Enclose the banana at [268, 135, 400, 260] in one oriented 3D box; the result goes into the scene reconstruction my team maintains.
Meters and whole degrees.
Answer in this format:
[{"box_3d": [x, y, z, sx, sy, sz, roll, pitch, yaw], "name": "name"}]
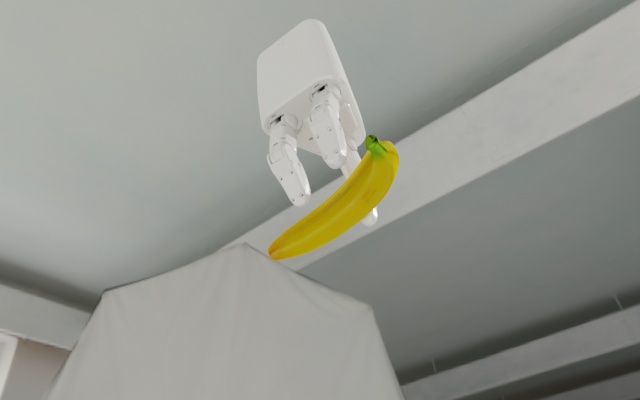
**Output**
[{"box_3d": [0.018, 0.002, 0.455, 0.069, 0.037, 0.198, 7, -38, -31], "name": "banana"}]
